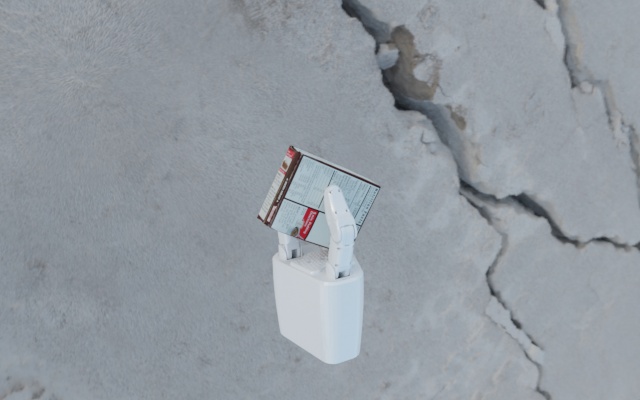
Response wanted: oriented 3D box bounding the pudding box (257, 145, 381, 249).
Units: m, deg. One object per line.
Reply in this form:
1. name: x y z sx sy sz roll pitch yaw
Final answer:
1. pudding box: 0.000 0.002 0.528 0.113 0.090 0.039 21 8 -32
